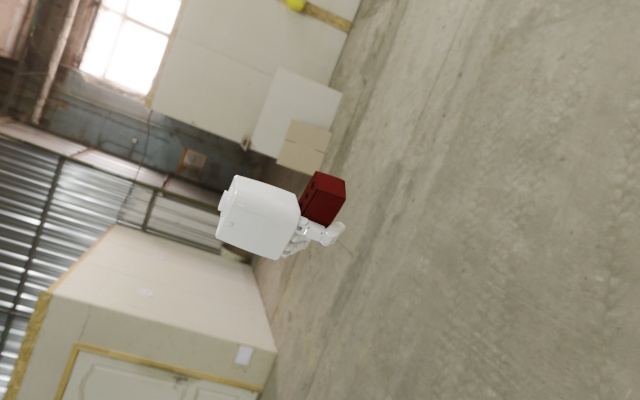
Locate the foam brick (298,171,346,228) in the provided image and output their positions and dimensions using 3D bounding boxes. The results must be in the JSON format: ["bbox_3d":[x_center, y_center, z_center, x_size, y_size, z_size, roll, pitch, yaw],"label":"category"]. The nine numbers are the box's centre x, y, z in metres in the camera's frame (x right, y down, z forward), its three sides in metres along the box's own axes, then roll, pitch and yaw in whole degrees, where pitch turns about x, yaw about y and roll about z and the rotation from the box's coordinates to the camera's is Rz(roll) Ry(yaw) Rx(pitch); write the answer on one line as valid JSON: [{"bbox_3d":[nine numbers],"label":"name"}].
[{"bbox_3d":[0.000,0.002,0.756,0.051,0.078,0.053,21,33,-16],"label":"foam brick"}]
